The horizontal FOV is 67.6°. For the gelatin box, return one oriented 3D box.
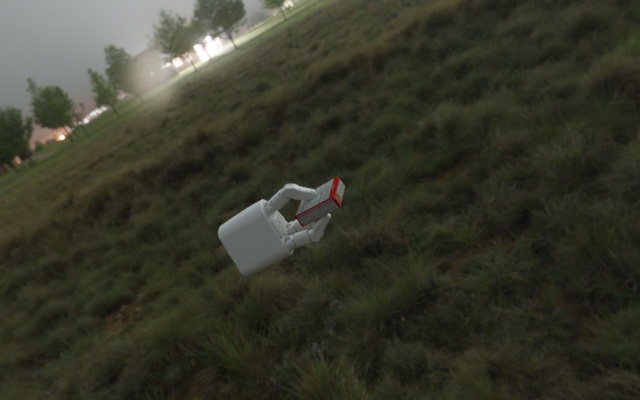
[{"bbox_3d":[0.000,0.002,0.883,0.089,0.030,0.073,-29,23,27],"label":"gelatin box"}]
